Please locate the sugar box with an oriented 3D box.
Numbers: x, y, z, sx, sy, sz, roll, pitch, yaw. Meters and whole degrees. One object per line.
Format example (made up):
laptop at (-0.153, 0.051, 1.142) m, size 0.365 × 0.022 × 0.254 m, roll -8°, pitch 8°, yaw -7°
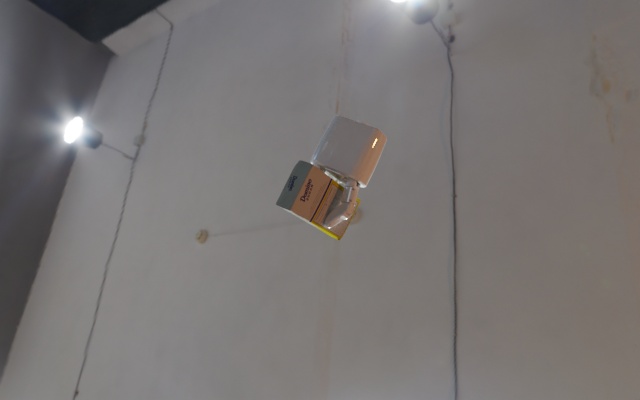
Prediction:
sugar box at (0.000, 0.003, 0.896) m, size 0.048 × 0.093 × 0.176 m, roll 21°, pitch -9°, yaw 42°
